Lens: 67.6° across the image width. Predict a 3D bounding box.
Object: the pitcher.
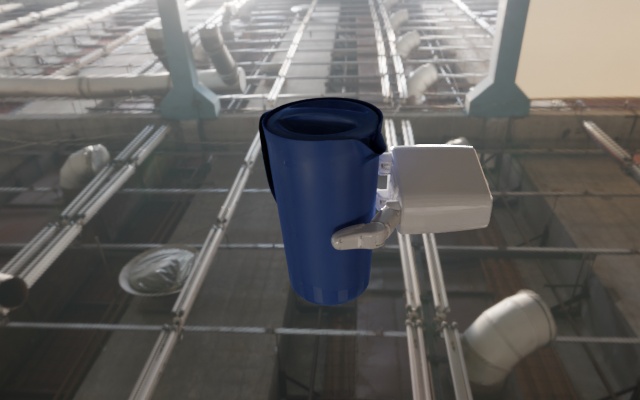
[{"bbox_3d":[0.000,0.002,0.589,0.145,0.243,0.149,-3,31,-1],"label":"pitcher"}]
